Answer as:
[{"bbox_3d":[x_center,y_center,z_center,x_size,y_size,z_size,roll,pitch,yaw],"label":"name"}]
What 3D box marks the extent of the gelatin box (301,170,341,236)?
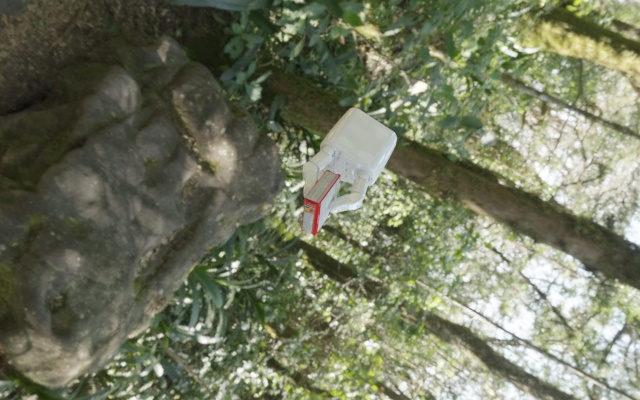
[{"bbox_3d":[0.000,0.003,0.800,0.030,0.073,0.089,21,44,14],"label":"gelatin box"}]
